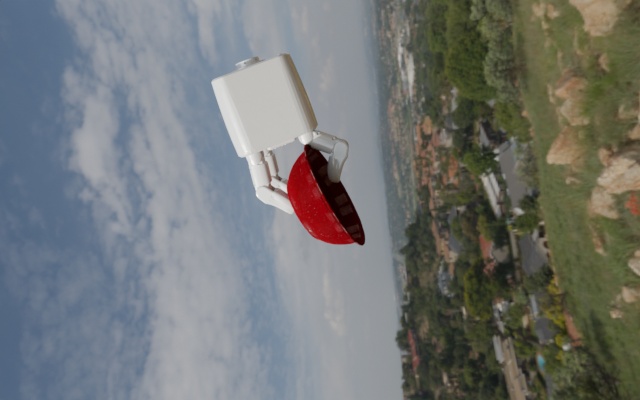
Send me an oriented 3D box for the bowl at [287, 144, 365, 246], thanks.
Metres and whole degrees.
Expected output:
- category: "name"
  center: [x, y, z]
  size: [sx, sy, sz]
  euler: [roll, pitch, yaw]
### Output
- category: "bowl"
  center: [0.000, 0.004, 0.667]
  size: [0.055, 0.162, 0.162]
  euler: [-30, -7, 13]
